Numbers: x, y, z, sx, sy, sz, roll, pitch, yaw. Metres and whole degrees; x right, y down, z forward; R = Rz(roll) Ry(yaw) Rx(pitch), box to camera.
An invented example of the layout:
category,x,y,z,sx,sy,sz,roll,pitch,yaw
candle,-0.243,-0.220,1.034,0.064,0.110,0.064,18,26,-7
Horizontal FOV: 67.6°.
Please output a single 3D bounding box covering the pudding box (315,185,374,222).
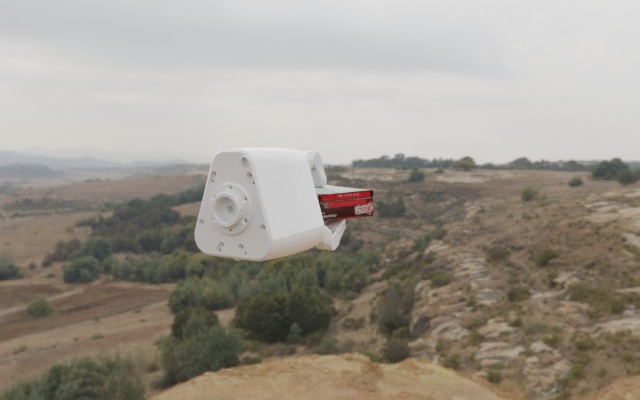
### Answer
category,x,y,z,sx,sy,sz,roll,pitch,yaw
pudding box,0.000,0.002,0.620,0.090,0.039,0.113,-4,9,-36
